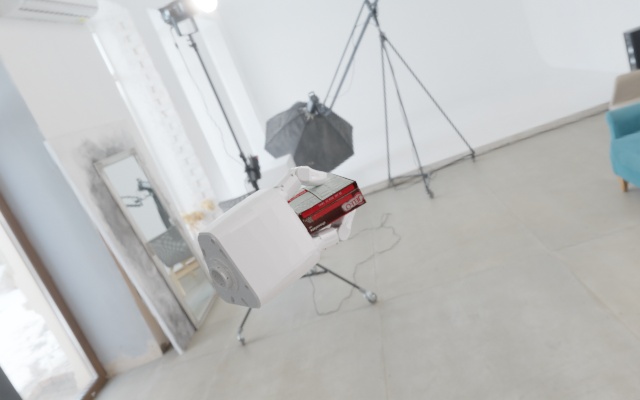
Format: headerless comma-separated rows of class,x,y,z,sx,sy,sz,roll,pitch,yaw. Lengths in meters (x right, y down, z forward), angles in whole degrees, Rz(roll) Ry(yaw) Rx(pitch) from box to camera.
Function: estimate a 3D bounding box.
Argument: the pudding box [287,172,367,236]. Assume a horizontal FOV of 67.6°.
pudding box,0.000,0.002,0.654,0.090,0.039,0.113,-29,18,-10
